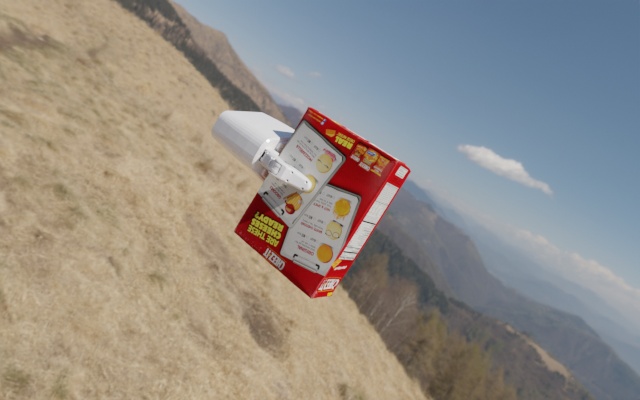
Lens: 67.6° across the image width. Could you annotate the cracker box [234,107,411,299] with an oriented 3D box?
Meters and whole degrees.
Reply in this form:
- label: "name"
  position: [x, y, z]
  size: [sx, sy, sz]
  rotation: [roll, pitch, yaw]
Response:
- label: "cracker box"
  position: [0.000, 0.002, 0.672]
  size: [0.164, 0.214, 0.072]
  rotation: [36, 10, 29]
